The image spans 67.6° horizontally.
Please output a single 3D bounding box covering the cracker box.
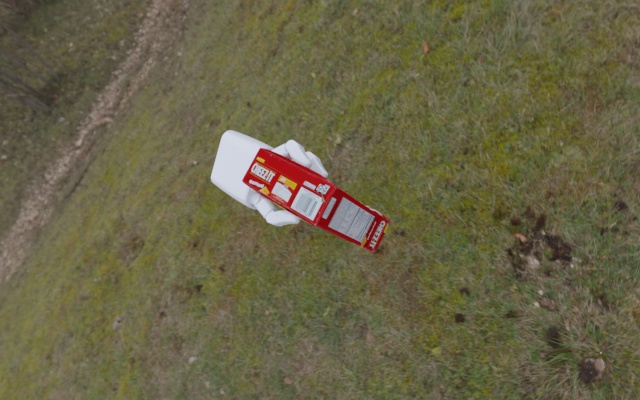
[{"bbox_3d":[0.000,0.003,0.790,0.164,0.072,0.214,29,0,34],"label":"cracker box"}]
